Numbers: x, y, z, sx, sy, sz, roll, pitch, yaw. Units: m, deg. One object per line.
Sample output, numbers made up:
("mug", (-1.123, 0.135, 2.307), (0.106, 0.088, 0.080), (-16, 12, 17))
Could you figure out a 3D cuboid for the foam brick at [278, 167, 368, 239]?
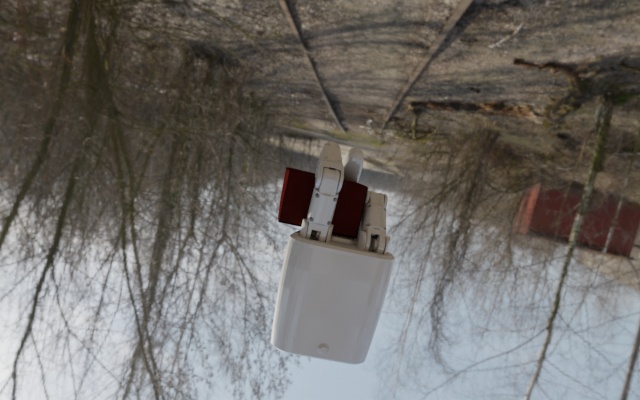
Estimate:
("foam brick", (0.000, 0.001, 0.464), (0.078, 0.051, 0.053), (12, 5, -7))
